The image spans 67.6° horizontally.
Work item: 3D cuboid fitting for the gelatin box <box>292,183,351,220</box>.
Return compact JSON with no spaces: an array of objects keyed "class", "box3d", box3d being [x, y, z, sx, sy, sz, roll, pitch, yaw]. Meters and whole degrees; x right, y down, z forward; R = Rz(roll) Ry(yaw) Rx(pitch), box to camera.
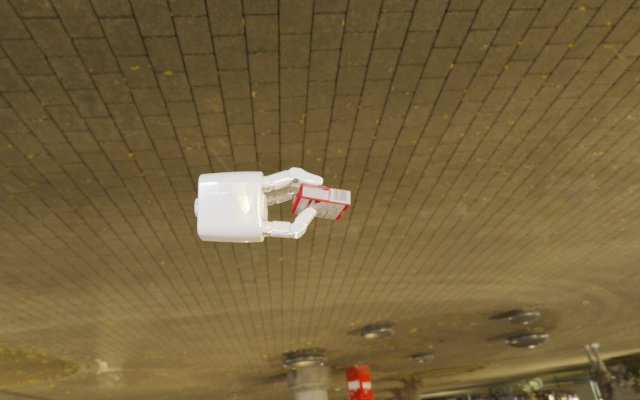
[{"class":"gelatin box","box3d":[0.000,0.003,0.824,0.089,0.030,0.073,9,-26,-11]}]
